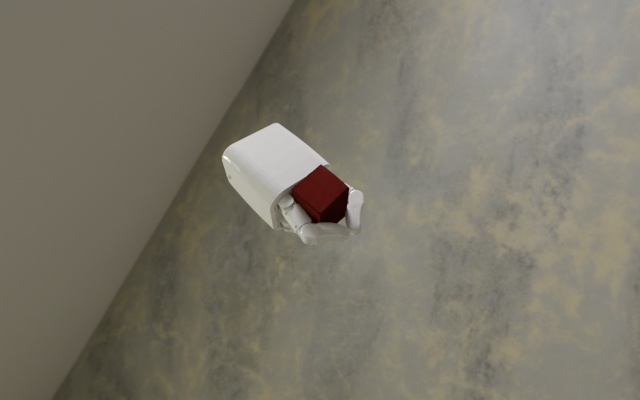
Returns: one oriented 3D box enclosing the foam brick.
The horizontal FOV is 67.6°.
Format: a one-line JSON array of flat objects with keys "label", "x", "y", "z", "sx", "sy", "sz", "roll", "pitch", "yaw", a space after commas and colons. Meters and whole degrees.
[{"label": "foam brick", "x": 0.000, "y": 0.002, "z": 0.614, "sx": 0.053, "sy": 0.051, "sz": 0.078, "roll": -41, "pitch": -20, "yaw": -19}]
